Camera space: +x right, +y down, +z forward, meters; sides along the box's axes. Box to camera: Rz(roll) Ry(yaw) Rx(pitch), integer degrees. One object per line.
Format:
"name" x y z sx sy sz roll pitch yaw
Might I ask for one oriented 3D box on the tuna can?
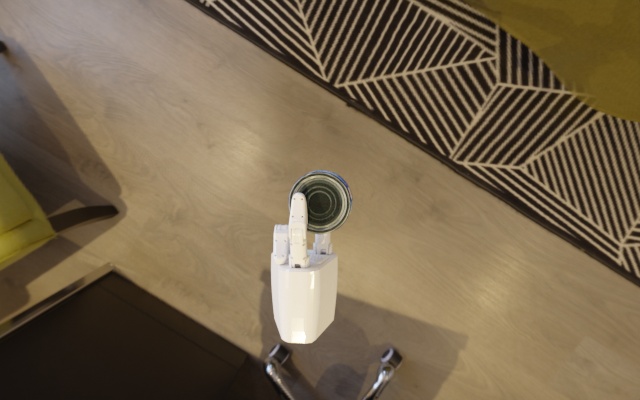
"tuna can" 0.000 0.002 0.645 0.086 0.086 0.034 0 6 7
